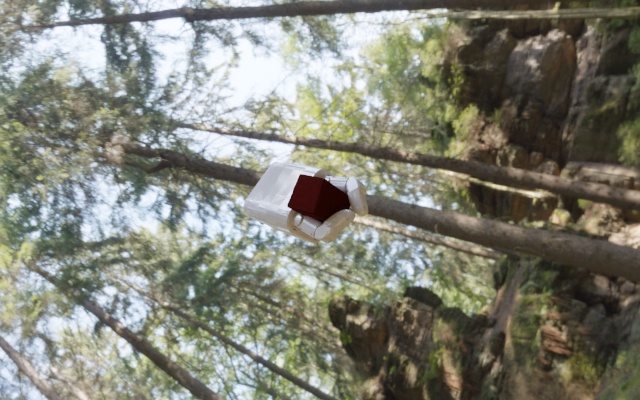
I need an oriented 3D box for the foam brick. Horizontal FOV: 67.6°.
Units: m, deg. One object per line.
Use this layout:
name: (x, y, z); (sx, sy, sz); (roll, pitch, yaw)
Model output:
foam brick: (0.000, 0.002, 0.685); (0.051, 0.053, 0.078); (15, -11, 38)
